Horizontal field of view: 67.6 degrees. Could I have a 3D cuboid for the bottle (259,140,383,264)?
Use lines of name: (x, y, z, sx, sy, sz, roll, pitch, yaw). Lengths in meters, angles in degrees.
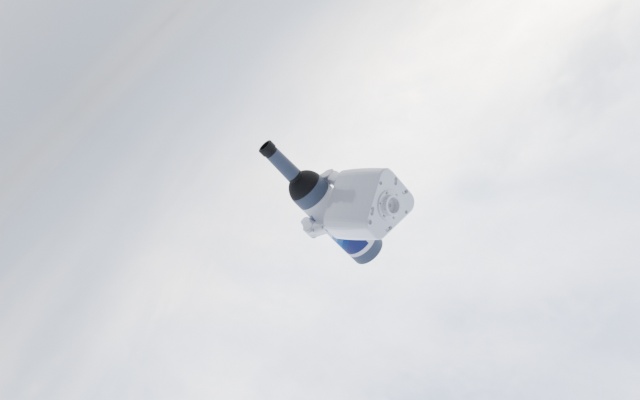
bottle: (0.000, 0.003, 0.858, 0.296, 0.069, 0.069, 45, -24, -26)
